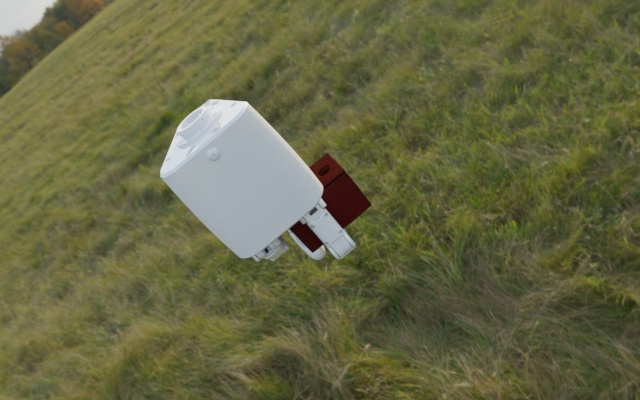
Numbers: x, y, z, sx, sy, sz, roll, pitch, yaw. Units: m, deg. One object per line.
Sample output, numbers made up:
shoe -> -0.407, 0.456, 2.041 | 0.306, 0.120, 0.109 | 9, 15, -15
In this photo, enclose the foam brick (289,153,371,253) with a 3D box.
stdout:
foam brick -> 0.000, 0.001, 0.473 | 0.078, 0.051, 0.053 | -39, 29, 1
